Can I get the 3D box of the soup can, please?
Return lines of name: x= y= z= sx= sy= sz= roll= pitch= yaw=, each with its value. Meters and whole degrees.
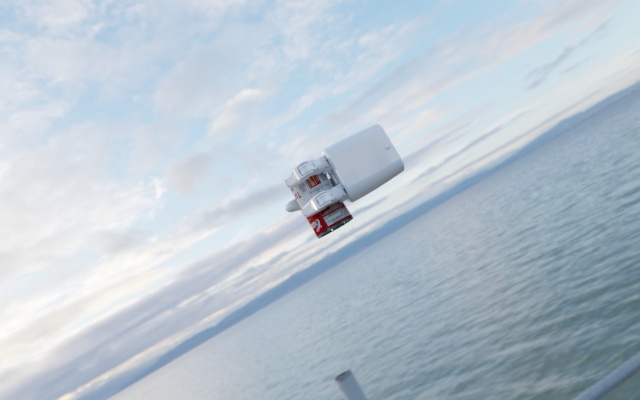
soup can: x=0.000 y=0.003 z=0.789 sx=0.068 sy=0.102 sz=0.068 roll=-30 pitch=-7 yaw=-4
